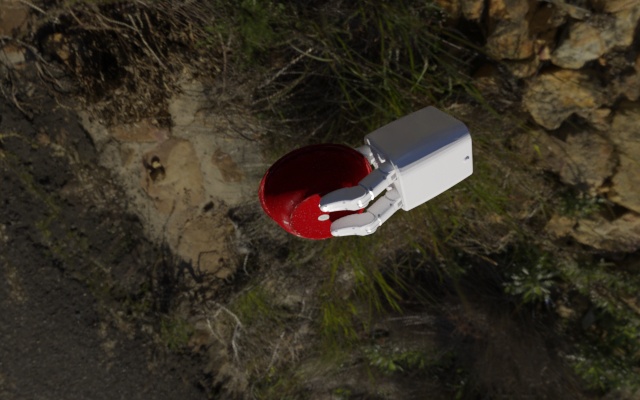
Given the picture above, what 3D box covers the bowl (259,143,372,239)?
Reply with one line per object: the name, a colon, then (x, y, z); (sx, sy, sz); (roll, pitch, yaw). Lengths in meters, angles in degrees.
bowl: (-0.001, 0.003, 0.642); (0.162, 0.055, 0.162); (-9, -43, -8)
